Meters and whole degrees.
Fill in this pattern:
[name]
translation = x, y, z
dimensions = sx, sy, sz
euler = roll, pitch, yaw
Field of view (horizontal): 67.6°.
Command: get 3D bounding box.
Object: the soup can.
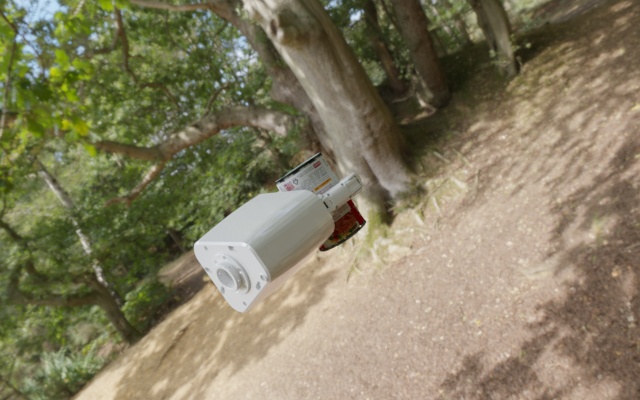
[soup can]
translation = 0.000, 0.001, 0.581
dimensions = 0.068, 0.102, 0.068
euler = -33, 6, 4
